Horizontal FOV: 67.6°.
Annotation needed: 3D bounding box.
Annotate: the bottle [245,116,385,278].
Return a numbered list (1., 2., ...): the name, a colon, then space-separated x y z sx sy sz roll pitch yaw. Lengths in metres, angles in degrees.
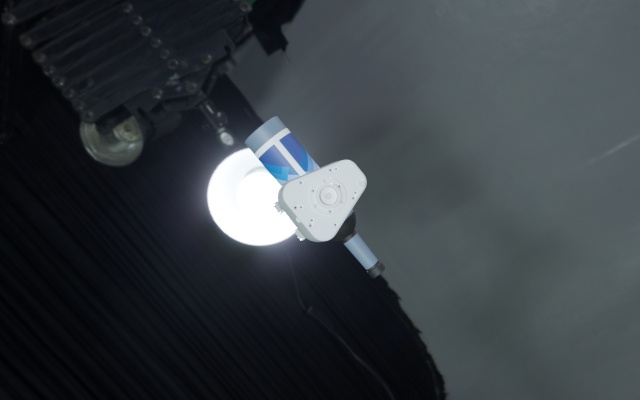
1. bottle: 0.000 0.002 0.756 0.069 0.296 0.069 -39 3 3
